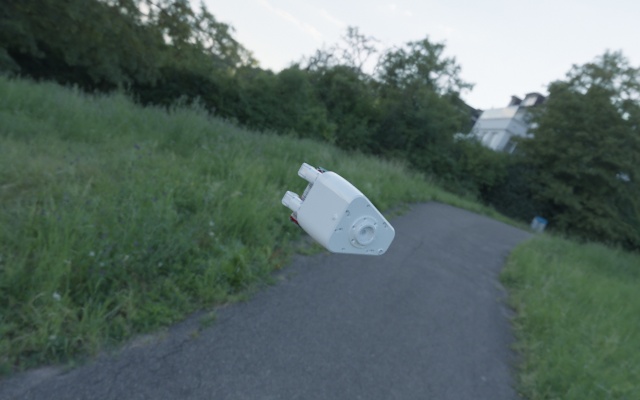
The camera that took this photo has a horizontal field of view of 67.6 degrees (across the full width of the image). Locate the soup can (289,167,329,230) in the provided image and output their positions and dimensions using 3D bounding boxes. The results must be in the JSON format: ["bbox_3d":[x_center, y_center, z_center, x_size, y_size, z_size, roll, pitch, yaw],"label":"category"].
[{"bbox_3d":[0.000,0.002,0.811,0.068,0.102,0.068,29,6,-3],"label":"soup can"}]
